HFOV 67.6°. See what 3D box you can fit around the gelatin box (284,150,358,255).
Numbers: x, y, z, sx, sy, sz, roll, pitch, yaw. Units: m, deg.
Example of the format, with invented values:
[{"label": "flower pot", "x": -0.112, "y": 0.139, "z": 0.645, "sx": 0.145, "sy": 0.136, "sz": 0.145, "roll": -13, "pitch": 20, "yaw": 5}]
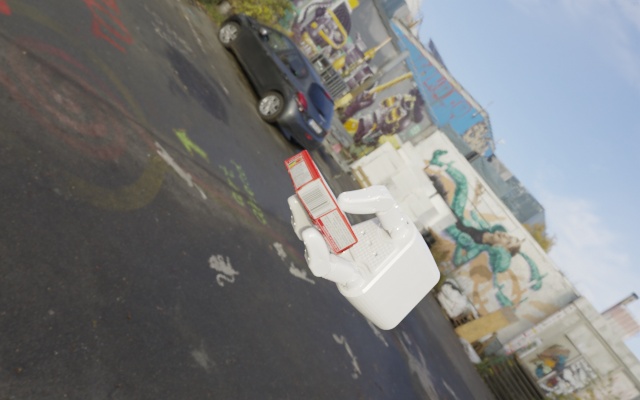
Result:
[{"label": "gelatin box", "x": 0.000, "y": 0.001, "z": 0.489, "sx": 0.030, "sy": 0.089, "sz": 0.073, "roll": -30, "pitch": 30, "yaw": 3}]
